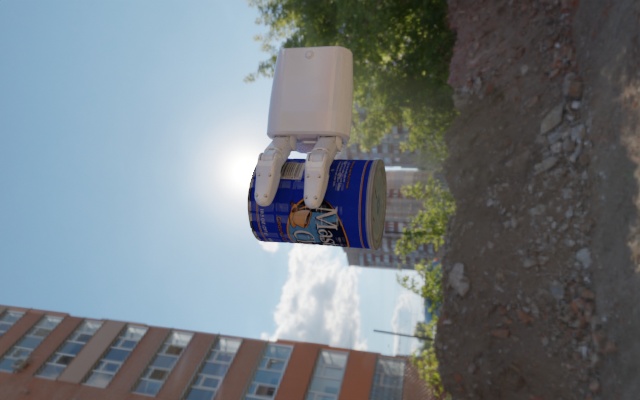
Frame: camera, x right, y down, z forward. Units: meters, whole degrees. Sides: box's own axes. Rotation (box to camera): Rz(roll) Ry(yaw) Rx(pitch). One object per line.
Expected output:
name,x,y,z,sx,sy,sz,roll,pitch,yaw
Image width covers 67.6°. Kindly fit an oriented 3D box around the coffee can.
coffee can,0.000,0.002,0.556,0.140,0.103,0.103,3,1,16
